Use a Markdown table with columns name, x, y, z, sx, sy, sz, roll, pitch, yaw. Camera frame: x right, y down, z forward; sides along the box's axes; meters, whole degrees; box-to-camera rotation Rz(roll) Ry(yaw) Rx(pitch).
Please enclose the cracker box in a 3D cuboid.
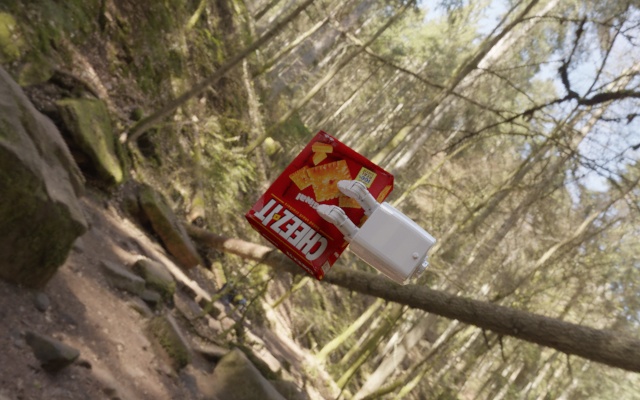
| name | x | y | z | sx | sy | sz | roll | pitch | yaw |
| --- | --- | --- | --- | --- | --- | --- | --- | --- | --- |
| cracker box | 0.000 | 0.003 | 0.832 | 0.164 | 0.213 | 0.072 | 36 | -14 | 18 |
